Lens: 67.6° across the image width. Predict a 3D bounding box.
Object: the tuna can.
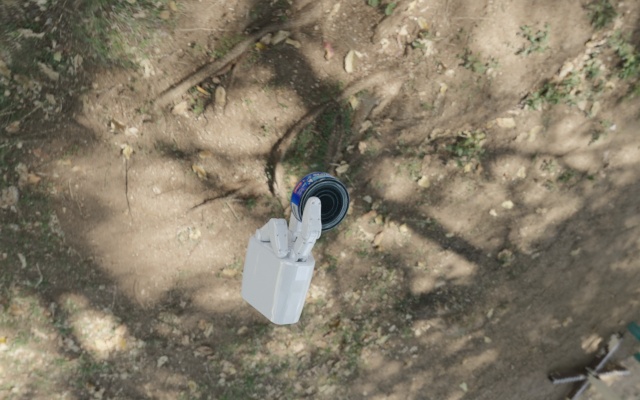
[{"bbox_3d":[0.000,0.002,0.713,0.086,0.086,0.033,0,18,-27],"label":"tuna can"}]
